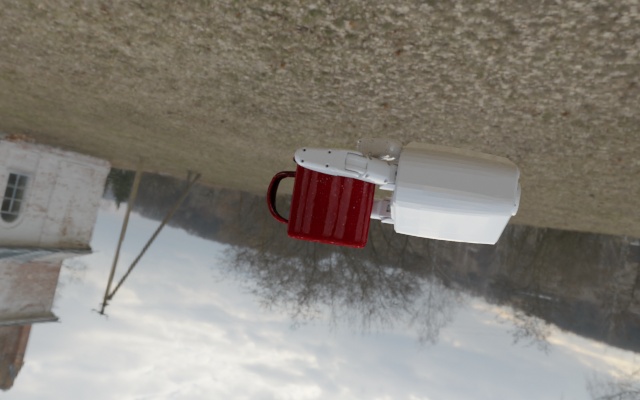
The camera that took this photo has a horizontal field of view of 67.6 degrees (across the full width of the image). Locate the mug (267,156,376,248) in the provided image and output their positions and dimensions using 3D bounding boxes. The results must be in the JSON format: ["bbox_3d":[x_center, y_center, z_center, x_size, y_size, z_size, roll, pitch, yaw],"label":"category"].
[{"bbox_3d":[-0.001,0.002,0.487,0.117,0.081,0.093,8,-5,14],"label":"mug"}]
